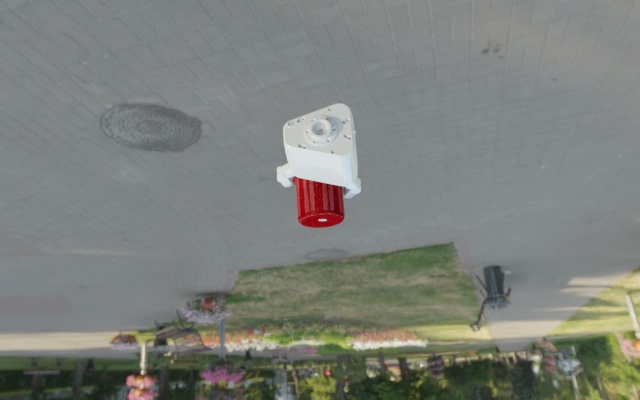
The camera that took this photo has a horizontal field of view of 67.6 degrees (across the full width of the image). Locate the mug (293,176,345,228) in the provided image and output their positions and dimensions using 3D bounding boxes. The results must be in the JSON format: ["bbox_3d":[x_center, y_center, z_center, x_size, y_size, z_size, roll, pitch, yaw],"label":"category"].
[{"bbox_3d":[0.000,0.003,0.850,0.093,0.081,0.117,-5,-21,3],"label":"mug"}]
